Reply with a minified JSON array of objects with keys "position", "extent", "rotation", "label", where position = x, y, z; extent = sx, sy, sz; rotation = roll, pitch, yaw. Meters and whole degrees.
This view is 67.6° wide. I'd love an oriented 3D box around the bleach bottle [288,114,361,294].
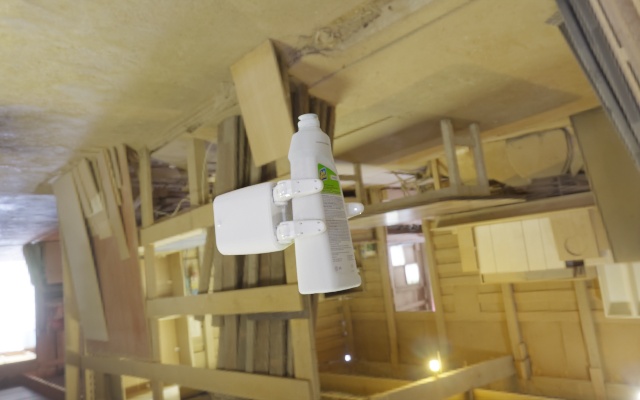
[{"position":[0.000,0.002,0.686],"extent":[0.068,0.251,0.102],"rotation":[-10,-9,28],"label":"bleach bottle"}]
